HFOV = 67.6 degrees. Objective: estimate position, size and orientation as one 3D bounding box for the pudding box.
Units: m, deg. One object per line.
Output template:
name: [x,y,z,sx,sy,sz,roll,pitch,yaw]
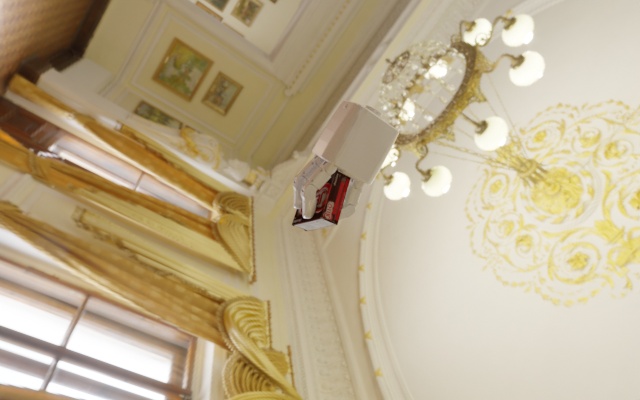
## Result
pudding box: [0.000,0.003,0.831,0.039,0.090,0.113,25,-21,-21]
